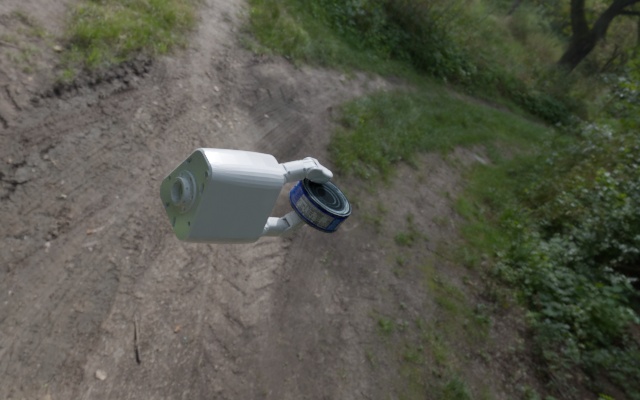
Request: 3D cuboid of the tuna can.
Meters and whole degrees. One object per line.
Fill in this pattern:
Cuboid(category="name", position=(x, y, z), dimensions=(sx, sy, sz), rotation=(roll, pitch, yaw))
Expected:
Cuboid(category="tuna can", position=(0.000, 0.002, 0.657), dimensions=(0.086, 0.086, 0.034), rotation=(0, -44, -53))
